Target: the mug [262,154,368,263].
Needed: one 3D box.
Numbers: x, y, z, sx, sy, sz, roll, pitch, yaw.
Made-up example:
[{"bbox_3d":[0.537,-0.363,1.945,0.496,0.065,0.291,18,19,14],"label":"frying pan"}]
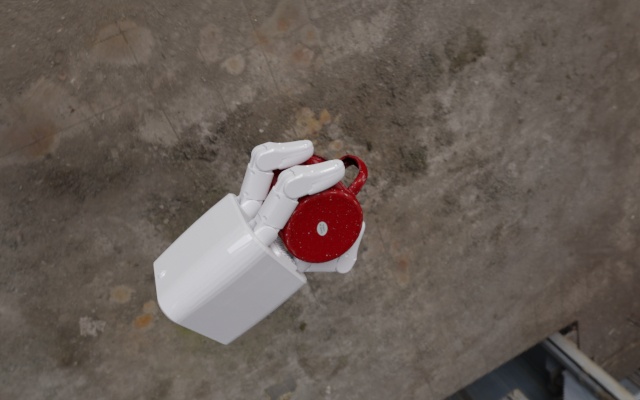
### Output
[{"bbox_3d":[0.001,0.001,0.478,0.093,0.117,0.081,48,1,-34],"label":"mug"}]
